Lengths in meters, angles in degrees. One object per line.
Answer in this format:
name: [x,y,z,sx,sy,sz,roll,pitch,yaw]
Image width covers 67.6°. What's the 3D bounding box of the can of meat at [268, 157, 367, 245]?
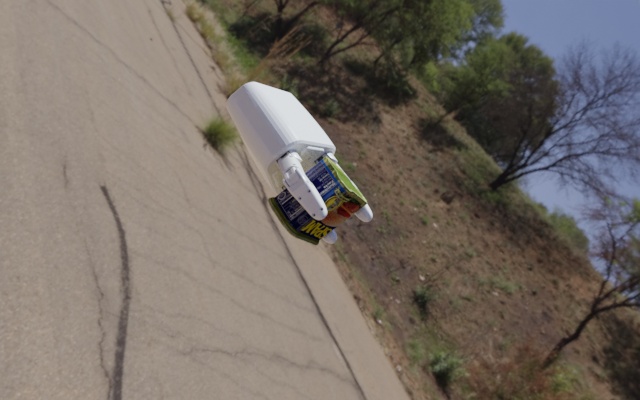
can of meat: [0.000,0.002,0.567,0.084,0.057,0.102,-38,-23,8]
